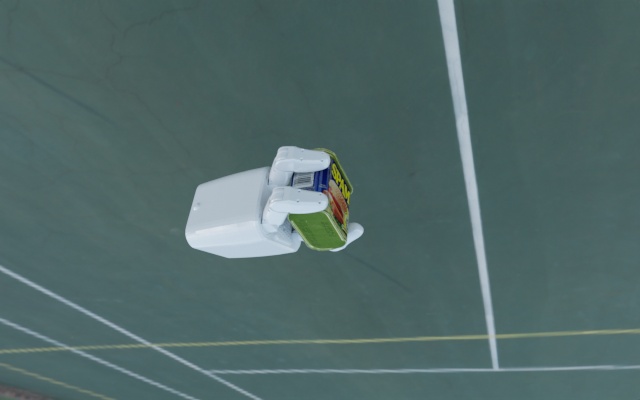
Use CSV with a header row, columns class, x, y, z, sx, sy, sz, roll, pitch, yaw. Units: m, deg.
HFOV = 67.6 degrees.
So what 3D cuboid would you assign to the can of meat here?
class,x,y,z,sx,sy,sz,roll,pitch,yaw
can of meat,0.000,0.002,0.580,0.057,0.084,0.102,-7,-36,19
